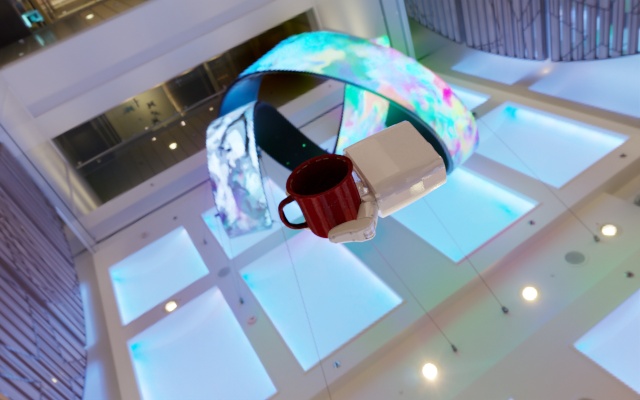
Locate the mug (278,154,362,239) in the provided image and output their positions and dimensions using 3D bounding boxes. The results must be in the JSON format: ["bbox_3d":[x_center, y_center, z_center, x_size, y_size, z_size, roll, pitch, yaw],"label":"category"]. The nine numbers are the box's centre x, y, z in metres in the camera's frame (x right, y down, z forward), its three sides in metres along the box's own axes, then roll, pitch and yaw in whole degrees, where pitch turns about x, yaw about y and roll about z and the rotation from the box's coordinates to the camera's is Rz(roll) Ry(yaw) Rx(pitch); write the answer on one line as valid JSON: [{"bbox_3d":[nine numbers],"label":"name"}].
[{"bbox_3d":[-0.001,0.003,0.641,0.117,0.081,0.093,-27,35,-5],"label":"mug"}]
